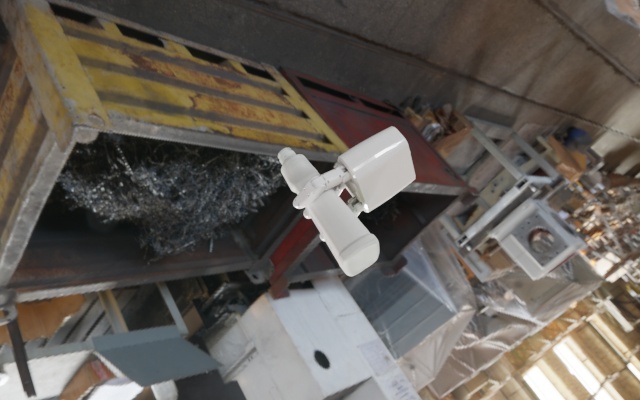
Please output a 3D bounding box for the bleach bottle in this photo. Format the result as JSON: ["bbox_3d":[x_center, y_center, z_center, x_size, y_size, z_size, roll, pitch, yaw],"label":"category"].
[{"bbox_3d":[0.000,0.003,0.795,0.068,0.250,0.103,-32,-26,-7],"label":"bleach bottle"}]
